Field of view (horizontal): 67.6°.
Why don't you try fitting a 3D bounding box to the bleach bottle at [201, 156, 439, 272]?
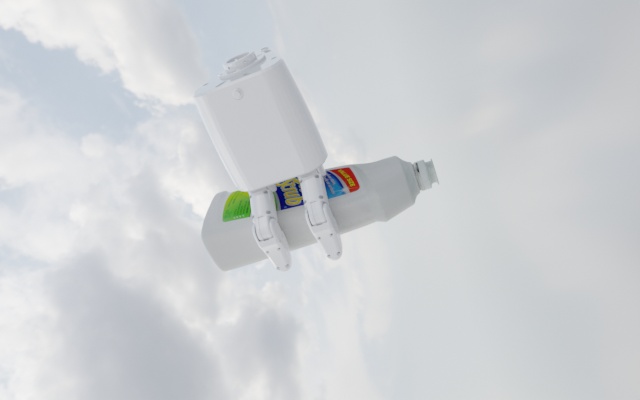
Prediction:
[{"bbox_3d":[0.000,0.002,0.519,0.251,0.068,0.102,-17,30,13],"label":"bleach bottle"}]
